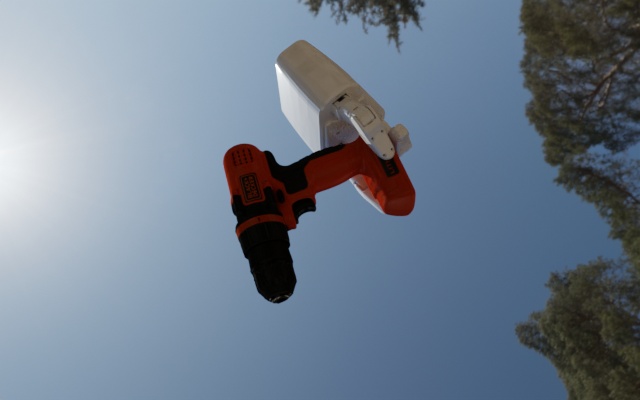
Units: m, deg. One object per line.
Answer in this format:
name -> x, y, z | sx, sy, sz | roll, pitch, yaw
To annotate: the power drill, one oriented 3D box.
power drill -> 0.000, 0.001, 0.506 | 0.187, 0.184, 0.057 | -15, -27, -9
